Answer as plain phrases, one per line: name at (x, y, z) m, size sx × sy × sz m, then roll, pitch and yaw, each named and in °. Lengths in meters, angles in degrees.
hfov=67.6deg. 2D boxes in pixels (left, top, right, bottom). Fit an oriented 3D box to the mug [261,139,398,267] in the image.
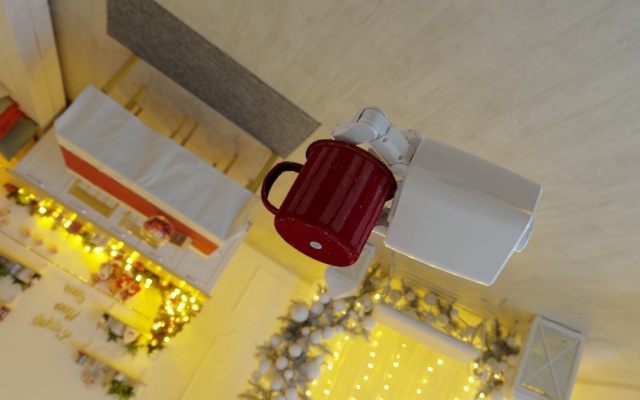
mug at (-0.001, 0.001, 0.430) m, size 0.117 × 0.081 × 0.093 m, roll 22°, pitch -25°, yaw 14°
